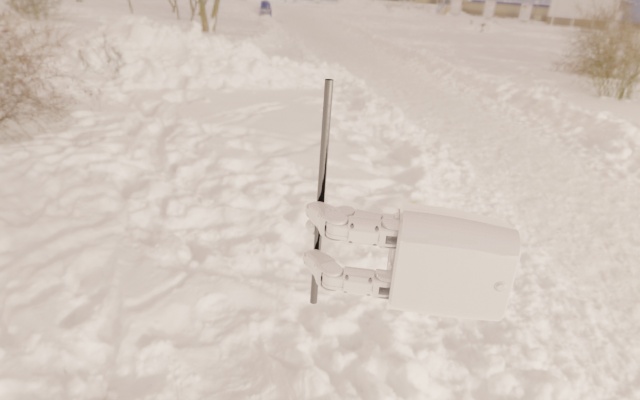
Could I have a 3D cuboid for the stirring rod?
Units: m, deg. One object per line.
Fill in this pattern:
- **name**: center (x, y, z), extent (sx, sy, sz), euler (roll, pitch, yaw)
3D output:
- **stirring rod**: center (0.000, 0.002, 0.476), extent (0.011, 0.240, 0.011), euler (3, 24, -1)
